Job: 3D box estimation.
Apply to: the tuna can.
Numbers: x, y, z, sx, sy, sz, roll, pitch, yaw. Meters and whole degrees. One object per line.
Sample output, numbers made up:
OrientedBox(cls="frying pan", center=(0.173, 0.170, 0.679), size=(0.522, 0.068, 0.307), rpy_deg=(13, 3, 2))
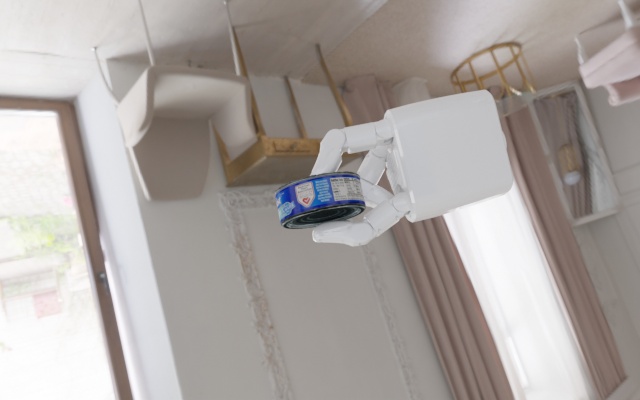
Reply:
OrientedBox(cls="tuna can", center=(0.000, 0.002, 0.464), size=(0.086, 0.033, 0.086), rpy_deg=(-11, -12, -3))
